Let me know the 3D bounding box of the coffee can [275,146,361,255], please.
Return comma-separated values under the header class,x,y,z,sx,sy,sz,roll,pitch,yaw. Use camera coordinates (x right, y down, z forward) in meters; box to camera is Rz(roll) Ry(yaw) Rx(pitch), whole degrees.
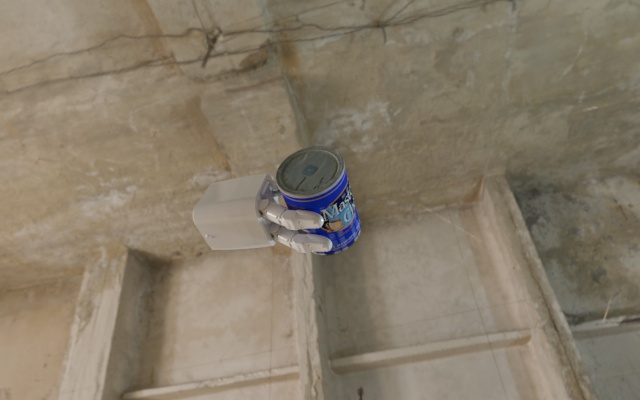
class,x,y,z,sx,sy,sz,roll,pitch,yaw
coffee can,0.000,0.002,0.736,0.103,0.102,0.140,0,-43,19
